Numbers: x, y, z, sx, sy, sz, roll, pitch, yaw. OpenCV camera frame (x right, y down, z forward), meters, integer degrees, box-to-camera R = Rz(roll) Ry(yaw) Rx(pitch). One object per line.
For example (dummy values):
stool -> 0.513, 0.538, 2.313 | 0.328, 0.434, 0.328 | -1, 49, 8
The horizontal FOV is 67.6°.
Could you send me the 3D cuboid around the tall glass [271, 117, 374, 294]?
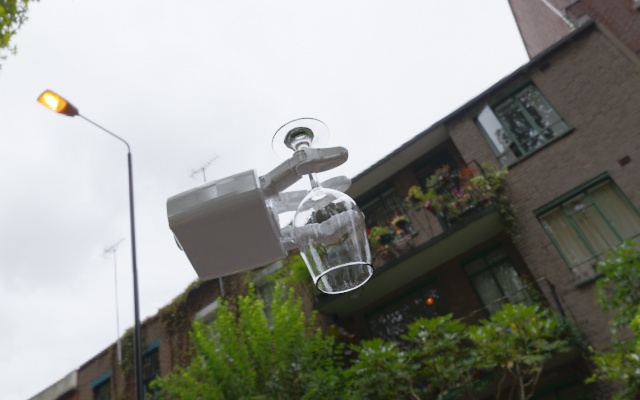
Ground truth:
tall glass -> 0.000, 0.001, 0.537 | 0.079, 0.201, 0.079 | -12, -36, -9
